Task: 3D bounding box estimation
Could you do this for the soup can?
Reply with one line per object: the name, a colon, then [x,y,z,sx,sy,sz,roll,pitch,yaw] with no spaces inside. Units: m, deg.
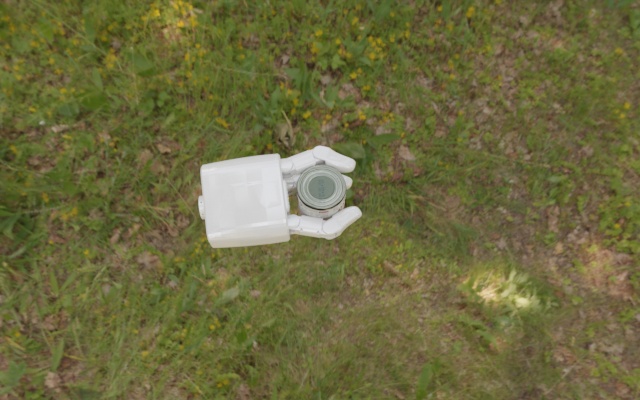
soup can: [0.001,0.002,0.668,0.068,0.068,0.102,0,-24,-1]
